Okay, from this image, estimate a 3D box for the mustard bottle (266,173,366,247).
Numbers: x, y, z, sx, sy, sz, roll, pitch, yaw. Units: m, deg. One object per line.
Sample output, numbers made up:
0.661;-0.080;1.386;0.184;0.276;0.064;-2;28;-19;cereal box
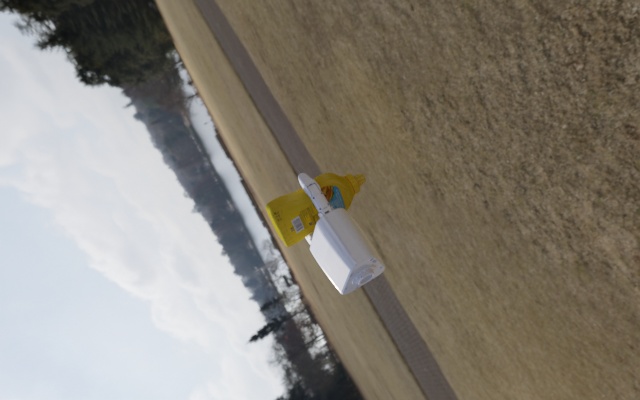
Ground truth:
0.000;0.003;0.885;0.191;0.096;0.058;-29;38;-11;mustard bottle
